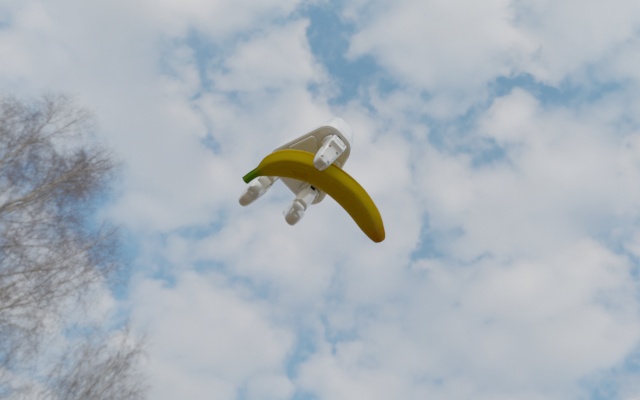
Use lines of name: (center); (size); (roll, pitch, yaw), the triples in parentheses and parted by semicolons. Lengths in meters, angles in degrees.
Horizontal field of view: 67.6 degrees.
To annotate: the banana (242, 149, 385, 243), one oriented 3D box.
banana: (0.005, -0.015, 0.607); (0.198, 0.070, 0.037); (25, 17, -3)
